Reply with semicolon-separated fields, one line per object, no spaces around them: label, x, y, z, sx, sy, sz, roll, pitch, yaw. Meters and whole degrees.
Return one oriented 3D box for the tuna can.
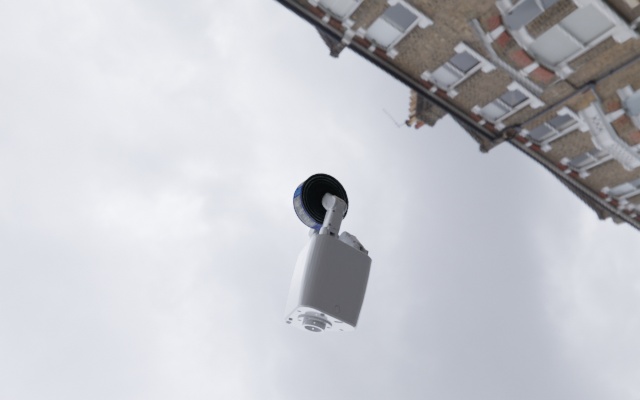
tuna can;0.000;0.003;0.750;0.086;0.086;0.034;0;-17;-32
